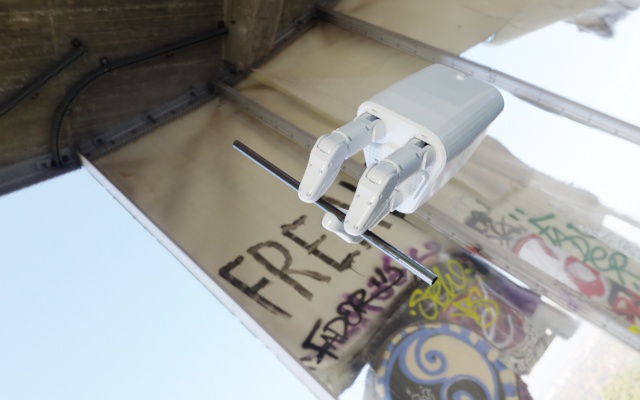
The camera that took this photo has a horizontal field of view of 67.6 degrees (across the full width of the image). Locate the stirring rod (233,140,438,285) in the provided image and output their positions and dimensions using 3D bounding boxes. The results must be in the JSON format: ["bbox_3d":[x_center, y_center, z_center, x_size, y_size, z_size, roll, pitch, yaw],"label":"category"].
[{"bbox_3d":[0.000,0.001,0.418,0.239,0.011,0.011,35,19,31],"label":"stirring rod"}]
